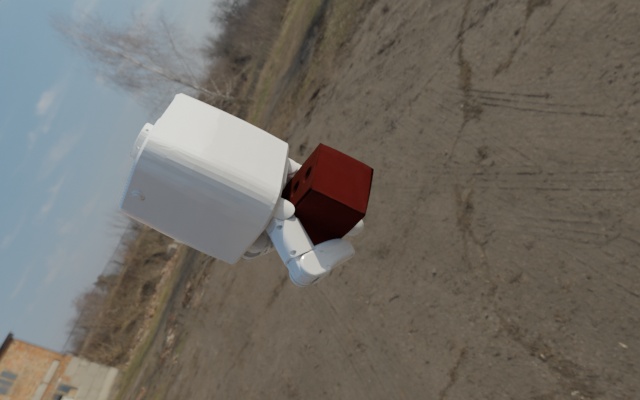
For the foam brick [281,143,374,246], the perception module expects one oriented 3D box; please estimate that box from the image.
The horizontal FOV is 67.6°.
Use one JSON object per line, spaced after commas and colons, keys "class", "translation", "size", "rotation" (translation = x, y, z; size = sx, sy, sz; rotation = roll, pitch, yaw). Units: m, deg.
{"class": "foam brick", "translation": [0.000, 0.001, 0.400], "size": [0.051, 0.053, 0.078], "rotation": [27, -43, -15]}
